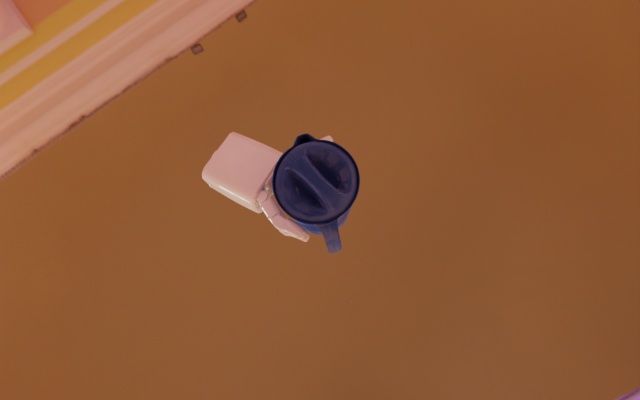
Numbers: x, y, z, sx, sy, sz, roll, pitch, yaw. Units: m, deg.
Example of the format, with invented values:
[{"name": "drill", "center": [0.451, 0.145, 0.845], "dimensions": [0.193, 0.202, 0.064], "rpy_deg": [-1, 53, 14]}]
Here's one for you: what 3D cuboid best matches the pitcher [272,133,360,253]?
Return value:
[{"name": "pitcher", "center": [0.000, 0.003, 0.829], "dimensions": [0.145, 0.149, 0.243], "rpy_deg": [27, -9, 8]}]
